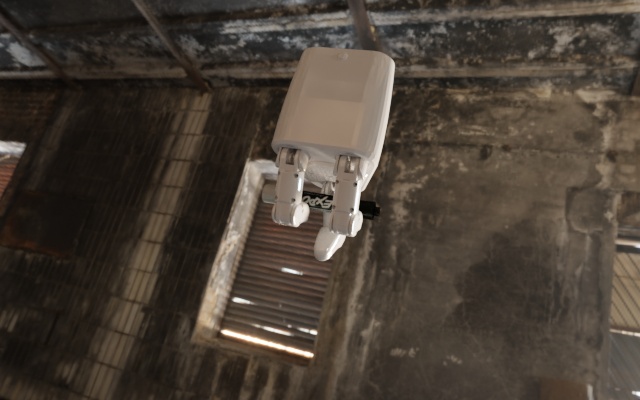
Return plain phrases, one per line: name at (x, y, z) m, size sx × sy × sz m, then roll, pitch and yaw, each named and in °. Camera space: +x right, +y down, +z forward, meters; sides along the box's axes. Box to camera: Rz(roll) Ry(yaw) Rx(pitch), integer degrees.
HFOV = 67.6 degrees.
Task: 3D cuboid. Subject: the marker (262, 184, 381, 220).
marker at (0.000, 0.002, 0.480) m, size 0.121 × 0.020 × 0.020 m, roll 9°, pitch 2°, yaw 15°
